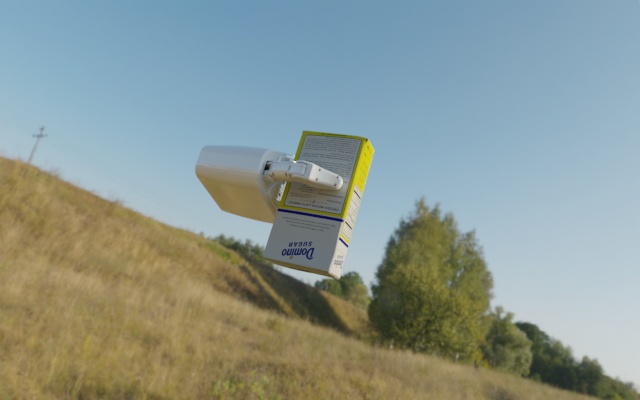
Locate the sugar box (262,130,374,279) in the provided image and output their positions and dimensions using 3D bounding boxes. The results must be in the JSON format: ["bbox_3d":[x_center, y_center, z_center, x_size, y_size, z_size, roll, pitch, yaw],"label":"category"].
[{"bbox_3d":[0.000,0.002,0.597,0.093,0.176,0.048,10,-15,25],"label":"sugar box"}]
